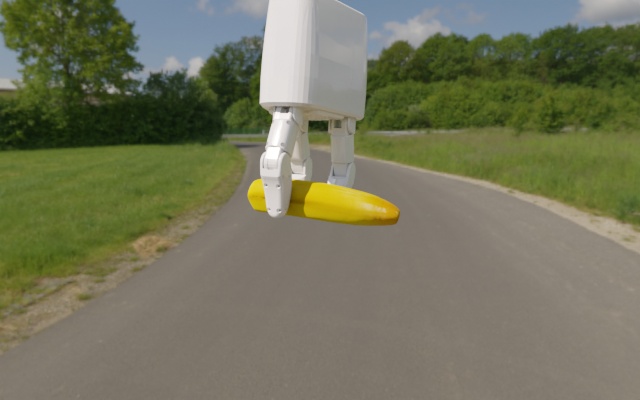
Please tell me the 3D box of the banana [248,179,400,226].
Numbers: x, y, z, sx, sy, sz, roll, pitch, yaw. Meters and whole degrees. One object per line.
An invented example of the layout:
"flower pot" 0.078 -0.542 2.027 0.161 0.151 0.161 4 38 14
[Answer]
"banana" -0.016 -0.001 0.473 0.069 0.037 0.198 9 -2 -42
